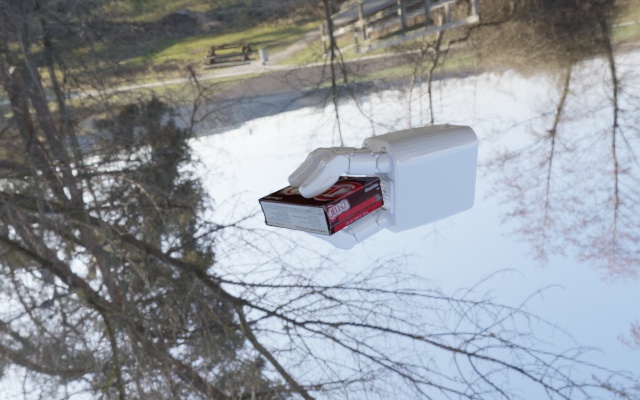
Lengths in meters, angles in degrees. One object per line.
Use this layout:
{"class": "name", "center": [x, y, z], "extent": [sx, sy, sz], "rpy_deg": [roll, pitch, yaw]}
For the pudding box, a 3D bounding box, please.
{"class": "pudding box", "center": [0.000, 0.002, 0.535], "extent": [0.090, 0.039, 0.113], "rpy_deg": [-26, 19, -39]}
